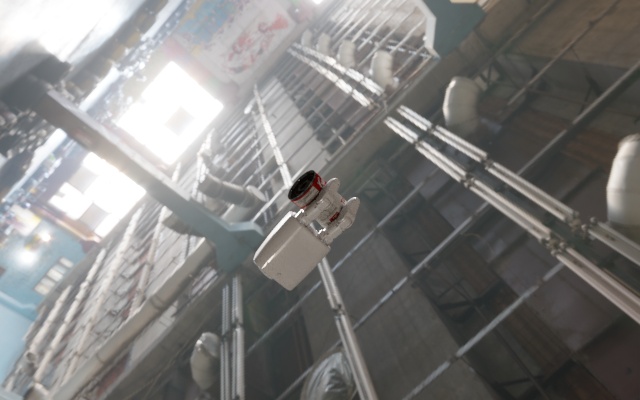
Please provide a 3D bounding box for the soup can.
[{"bbox_3d":[0.001,0.003,0.869,0.102,0.068,0.068,42,-19,-22],"label":"soup can"}]
